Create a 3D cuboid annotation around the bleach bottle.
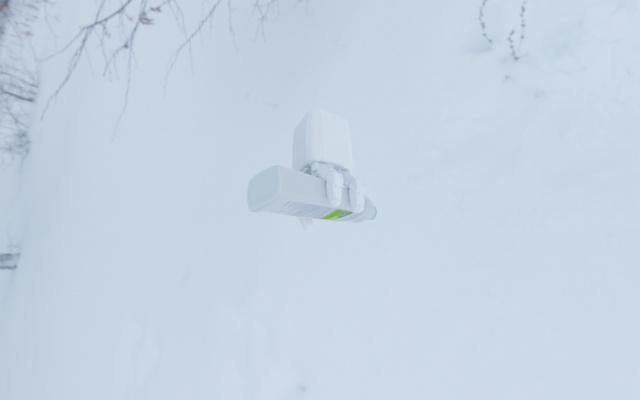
[{"bbox_3d":[0.000,0.003,0.859,0.251,0.068,0.102,14,-26,-39],"label":"bleach bottle"}]
